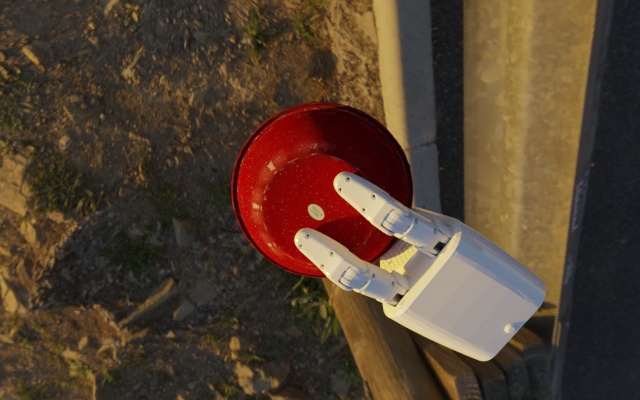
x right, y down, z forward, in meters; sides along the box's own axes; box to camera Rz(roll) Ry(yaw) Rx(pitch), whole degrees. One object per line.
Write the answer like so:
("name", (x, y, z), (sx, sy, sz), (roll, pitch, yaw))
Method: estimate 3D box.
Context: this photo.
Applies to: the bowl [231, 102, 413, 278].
("bowl", (-0.001, 0.001, 0.400), (0.162, 0.162, 0.055), (0, 16, 3))
